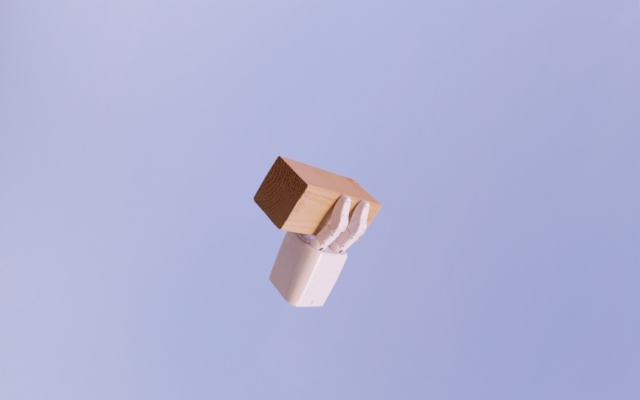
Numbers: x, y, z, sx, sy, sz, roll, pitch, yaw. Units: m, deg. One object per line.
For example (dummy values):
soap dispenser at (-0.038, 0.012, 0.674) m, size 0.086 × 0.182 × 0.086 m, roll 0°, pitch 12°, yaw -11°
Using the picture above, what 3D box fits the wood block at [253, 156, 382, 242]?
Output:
wood block at (0.000, 0.003, 0.830) m, size 0.206 × 0.090 × 0.090 m, roll 14°, pitch 24°, yaw -49°
